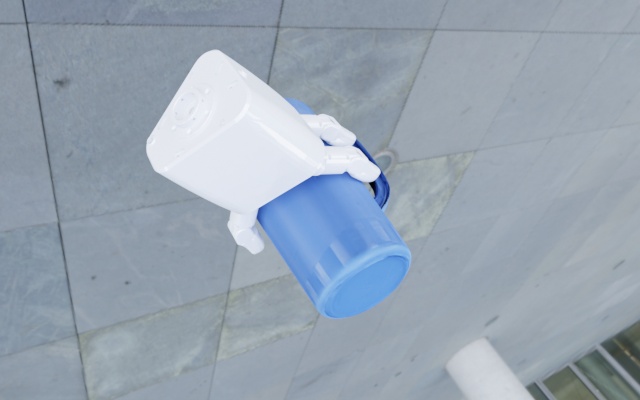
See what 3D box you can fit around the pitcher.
[{"bbox_3d":[0.000,0.002,0.534,0.149,0.242,0.145,-42,-36,10],"label":"pitcher"}]
